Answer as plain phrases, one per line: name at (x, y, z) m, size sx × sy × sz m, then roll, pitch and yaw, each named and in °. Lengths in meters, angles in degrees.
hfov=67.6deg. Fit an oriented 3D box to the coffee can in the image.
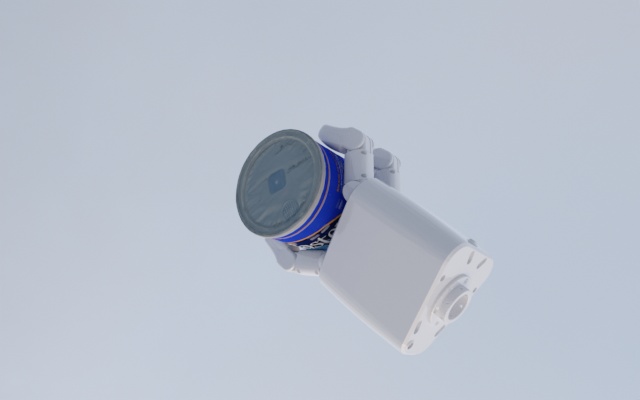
coffee can at (0.000, 0.002, 0.484) m, size 0.103 × 0.102 × 0.140 m, roll 0°, pitch -16°, yaw 37°
